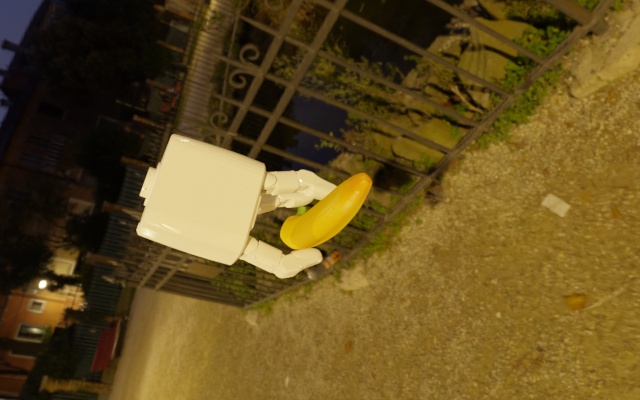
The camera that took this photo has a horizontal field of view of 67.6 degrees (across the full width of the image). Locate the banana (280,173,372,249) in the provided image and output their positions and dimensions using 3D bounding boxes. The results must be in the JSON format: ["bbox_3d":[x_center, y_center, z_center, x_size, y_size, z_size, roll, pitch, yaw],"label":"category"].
[{"bbox_3d":[-0.007,0.019,0.524,0.037,0.069,0.198,23,-18,-18],"label":"banana"}]
